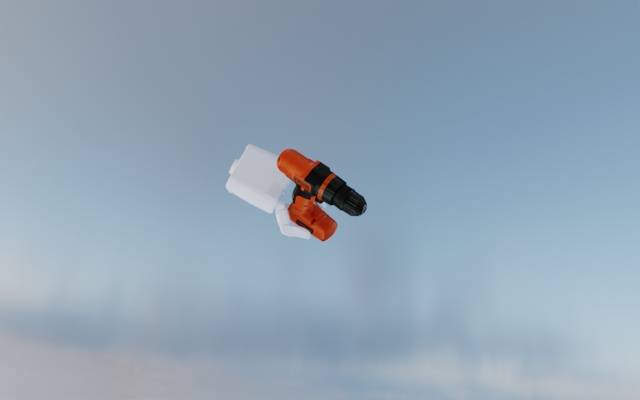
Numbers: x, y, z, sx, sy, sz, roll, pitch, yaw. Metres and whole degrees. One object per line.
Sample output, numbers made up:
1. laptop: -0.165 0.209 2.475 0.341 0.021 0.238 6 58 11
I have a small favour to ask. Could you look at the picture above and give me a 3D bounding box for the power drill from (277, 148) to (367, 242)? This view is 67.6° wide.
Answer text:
1. power drill: 0.000 0.003 0.895 0.184 0.057 0.188 36 -27 17
